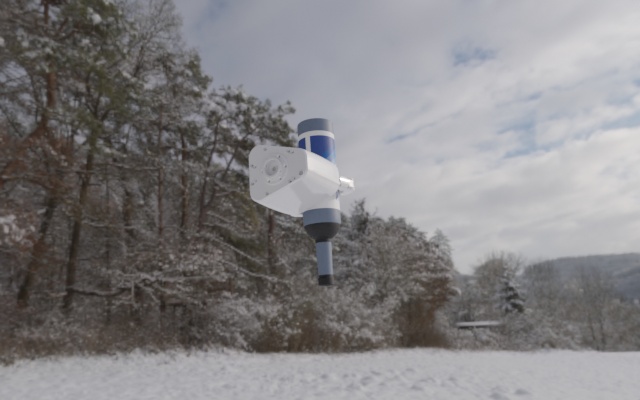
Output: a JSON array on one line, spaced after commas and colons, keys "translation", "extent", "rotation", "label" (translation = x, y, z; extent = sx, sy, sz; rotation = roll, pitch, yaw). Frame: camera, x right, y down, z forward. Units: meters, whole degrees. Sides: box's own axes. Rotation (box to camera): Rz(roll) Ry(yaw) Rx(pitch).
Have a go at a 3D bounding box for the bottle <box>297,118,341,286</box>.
[{"translation": [0.000, 0.003, 0.851], "extent": [0.069, 0.295, 0.069], "rotation": [-4, -14, -1], "label": "bottle"}]
